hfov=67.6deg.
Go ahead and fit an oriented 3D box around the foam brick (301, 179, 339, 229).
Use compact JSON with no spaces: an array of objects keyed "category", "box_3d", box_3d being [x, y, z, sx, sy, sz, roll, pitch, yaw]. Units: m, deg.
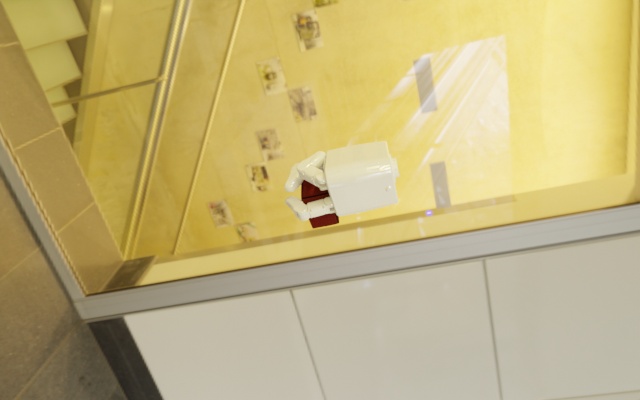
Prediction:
[{"category":"foam brick","box_3d":[0.000,0.003,0.847,0.051,0.078,0.053,-12,42,9]}]
